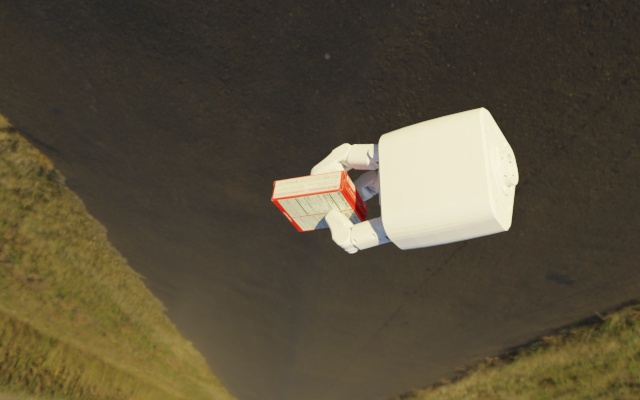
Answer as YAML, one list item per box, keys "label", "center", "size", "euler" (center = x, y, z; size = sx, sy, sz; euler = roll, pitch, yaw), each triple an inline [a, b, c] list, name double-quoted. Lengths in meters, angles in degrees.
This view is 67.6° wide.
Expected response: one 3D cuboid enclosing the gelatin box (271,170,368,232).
- label: "gelatin box"
  center: [0.000, 0.002, 0.546]
  size: [0.089, 0.030, 0.073]
  euler: [-9, -36, 23]
